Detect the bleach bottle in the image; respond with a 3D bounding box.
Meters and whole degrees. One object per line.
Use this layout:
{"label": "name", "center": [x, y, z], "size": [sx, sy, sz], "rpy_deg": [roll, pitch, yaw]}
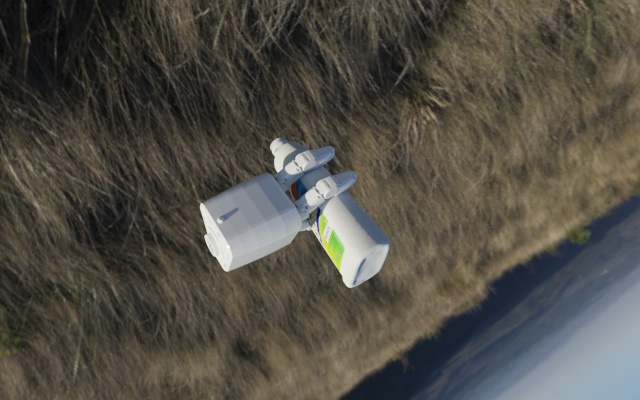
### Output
{"label": "bleach bottle", "center": [0.000, 0.002, 0.715], "size": [0.068, 0.250, 0.103], "rpy_deg": [-26, -30, -23]}
